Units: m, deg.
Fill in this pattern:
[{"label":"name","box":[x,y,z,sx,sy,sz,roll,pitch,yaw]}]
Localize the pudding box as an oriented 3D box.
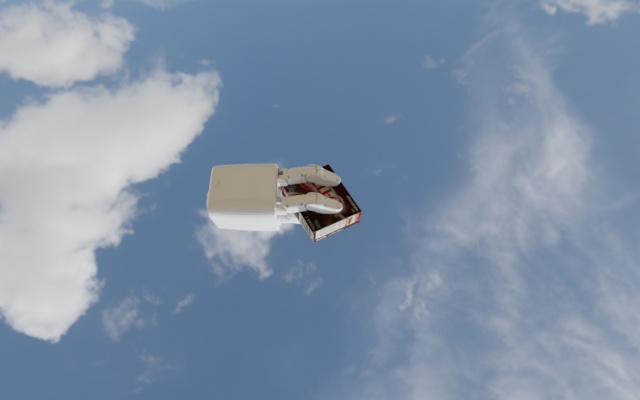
[{"label":"pudding box","box":[0.000,0.003,0.780,0.090,0.113,0.039,-23,-29,-18]}]
